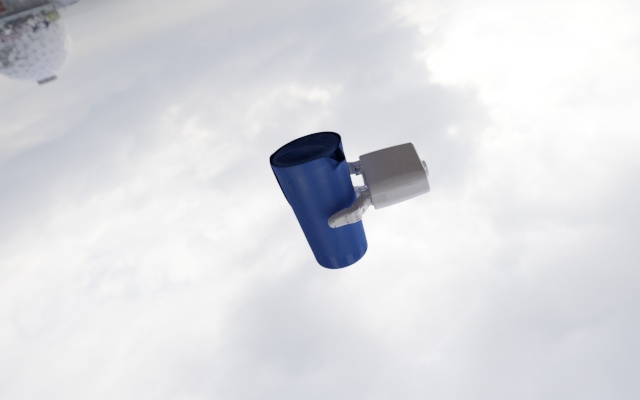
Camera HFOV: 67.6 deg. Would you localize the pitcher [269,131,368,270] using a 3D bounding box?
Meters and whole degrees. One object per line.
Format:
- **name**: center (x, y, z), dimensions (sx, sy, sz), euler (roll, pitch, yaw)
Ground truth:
- **pitcher**: center (0.000, 0.003, 0.891), dimensions (0.145, 0.243, 0.149), euler (-18, 27, 4)
